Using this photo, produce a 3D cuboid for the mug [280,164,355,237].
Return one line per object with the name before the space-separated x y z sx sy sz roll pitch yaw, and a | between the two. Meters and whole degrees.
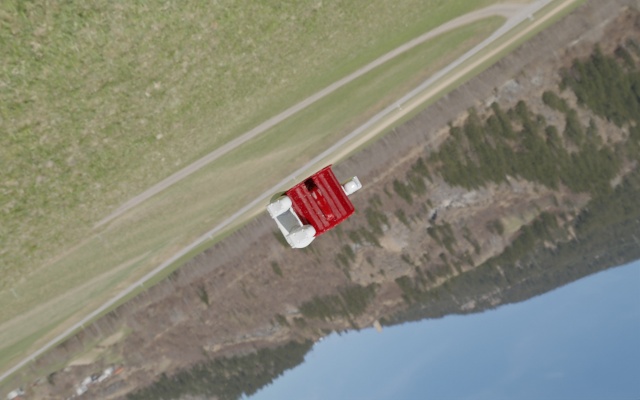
mug | 0.000 0.002 0.717 0.093 0.081 0.117 -32 1 -5
